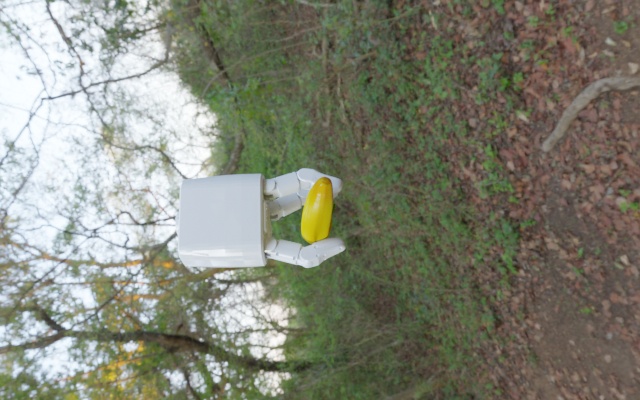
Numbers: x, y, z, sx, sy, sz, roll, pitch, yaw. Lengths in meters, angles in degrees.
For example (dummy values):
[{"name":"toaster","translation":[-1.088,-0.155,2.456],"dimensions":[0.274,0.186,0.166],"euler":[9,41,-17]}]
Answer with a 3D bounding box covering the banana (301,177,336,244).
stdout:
[{"name":"banana","translation":[-0.003,0.021,0.608],"dimensions":[0.037,0.069,0.198],"euler":[11,-8,3]}]
